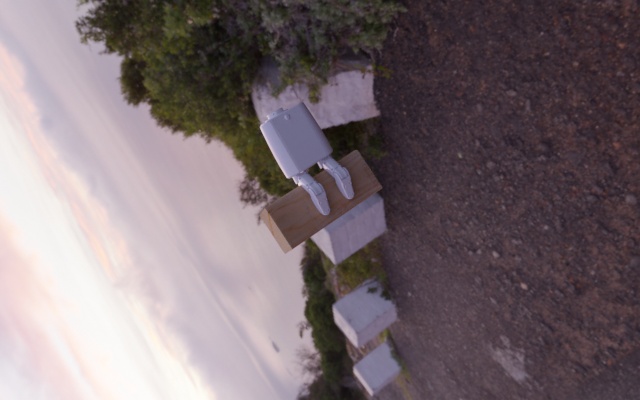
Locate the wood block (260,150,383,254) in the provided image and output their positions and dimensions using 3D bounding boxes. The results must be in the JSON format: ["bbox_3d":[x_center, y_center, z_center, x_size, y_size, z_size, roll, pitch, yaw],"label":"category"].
[{"bbox_3d":[0.000,0.003,0.895,0.206,0.090,0.091,-33,-2,-17],"label":"wood block"}]
